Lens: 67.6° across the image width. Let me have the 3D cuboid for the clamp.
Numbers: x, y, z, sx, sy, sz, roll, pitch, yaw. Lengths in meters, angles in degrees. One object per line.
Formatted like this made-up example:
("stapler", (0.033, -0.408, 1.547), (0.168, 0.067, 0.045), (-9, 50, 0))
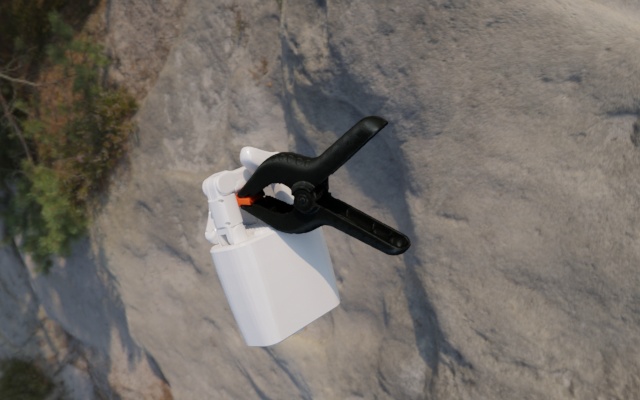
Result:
("clamp", (0.000, 0.002, 0.431), (0.171, 0.120, 0.039), (-12, 10, 36))
